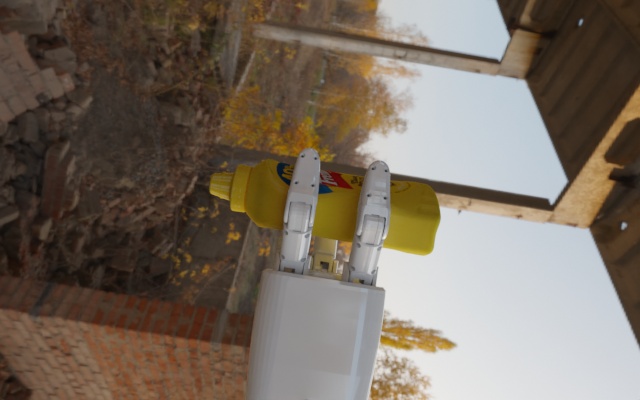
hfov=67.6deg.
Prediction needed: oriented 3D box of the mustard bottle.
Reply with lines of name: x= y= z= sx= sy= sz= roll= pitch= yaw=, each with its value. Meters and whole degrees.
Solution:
mustard bottle: x=0.000 y=0.001 z=0.416 sx=0.191 sy=0.058 sz=0.096 roll=9 pitch=18 yaw=-1
